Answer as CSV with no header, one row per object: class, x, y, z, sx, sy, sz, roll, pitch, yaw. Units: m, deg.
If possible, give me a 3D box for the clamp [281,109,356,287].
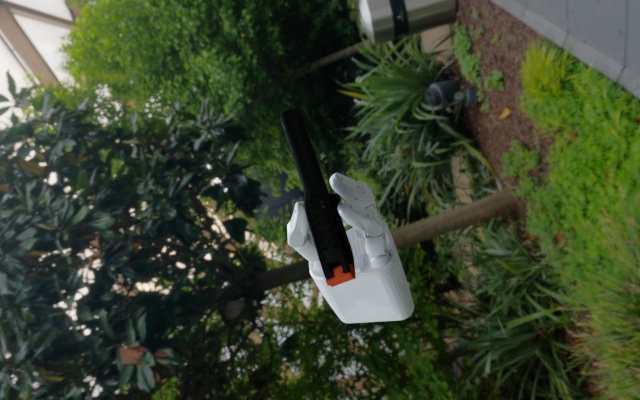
clamp,-0.001,0.003,0.536,0.036,0.165,0.209,-22,36,8
